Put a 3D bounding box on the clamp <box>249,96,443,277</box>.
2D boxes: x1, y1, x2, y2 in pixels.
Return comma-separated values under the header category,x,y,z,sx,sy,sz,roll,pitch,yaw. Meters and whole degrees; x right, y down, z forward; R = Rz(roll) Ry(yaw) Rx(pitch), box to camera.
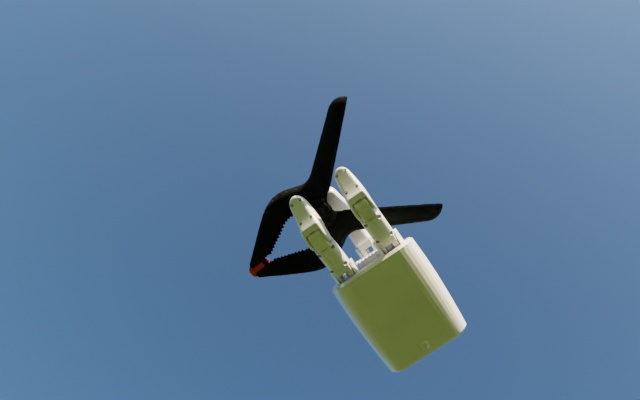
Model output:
category,x,y,z,sx,sy,sz,roll,pitch,yaw
clamp,0.000,0.002,0.517,0.210,0.164,0.036,-34,-4,6
